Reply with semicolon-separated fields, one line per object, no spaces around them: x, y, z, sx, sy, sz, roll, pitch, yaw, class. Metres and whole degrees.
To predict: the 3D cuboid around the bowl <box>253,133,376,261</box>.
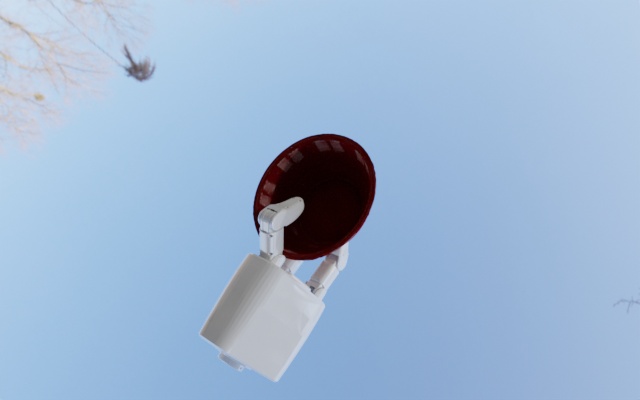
0.001;0.001;0.578;0.162;0.162;0.055;0;-22;29;bowl
